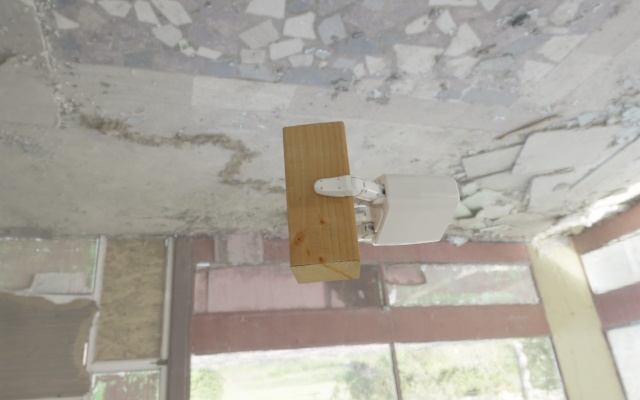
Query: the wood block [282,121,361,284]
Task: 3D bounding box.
[{"bbox_3d":[0.000,0.002,0.673,0.090,0.206,0.091,-6,-24,1],"label":"wood block"}]
